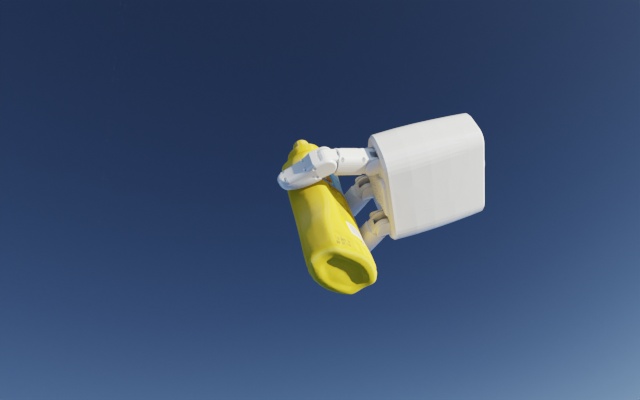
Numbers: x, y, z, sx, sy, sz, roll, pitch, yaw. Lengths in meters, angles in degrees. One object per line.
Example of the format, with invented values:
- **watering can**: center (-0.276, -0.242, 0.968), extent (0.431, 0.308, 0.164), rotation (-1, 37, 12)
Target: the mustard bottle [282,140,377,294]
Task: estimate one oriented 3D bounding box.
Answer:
- **mustard bottle**: center (0.000, 0.002, 0.519), extent (0.058, 0.191, 0.096), rotation (-31, -41, 15)
